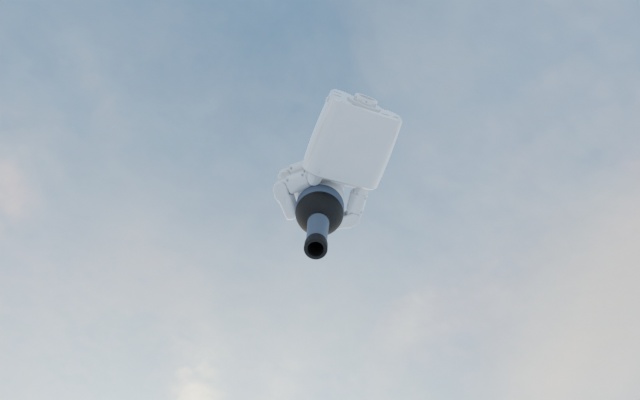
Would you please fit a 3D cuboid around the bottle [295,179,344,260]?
[{"bbox_3d":[0.000,0.002,0.679,0.069,0.069,0.295,0,21,2],"label":"bottle"}]
